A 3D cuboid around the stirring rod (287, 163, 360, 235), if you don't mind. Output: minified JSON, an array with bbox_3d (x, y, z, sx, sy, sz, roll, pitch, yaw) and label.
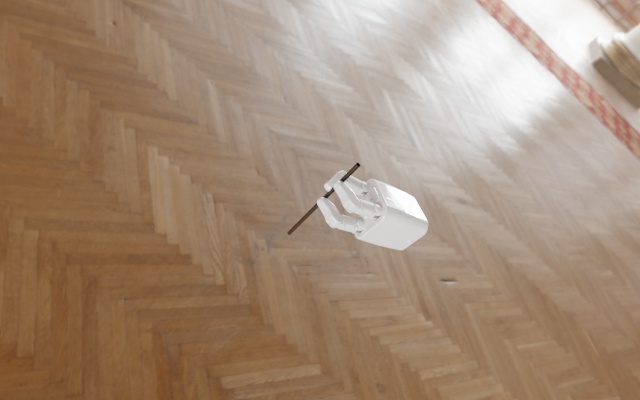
[{"bbox_3d":[0.000,0.003,0.882,0.011,0.011,0.240,0,-32,-38],"label":"stirring rod"}]
